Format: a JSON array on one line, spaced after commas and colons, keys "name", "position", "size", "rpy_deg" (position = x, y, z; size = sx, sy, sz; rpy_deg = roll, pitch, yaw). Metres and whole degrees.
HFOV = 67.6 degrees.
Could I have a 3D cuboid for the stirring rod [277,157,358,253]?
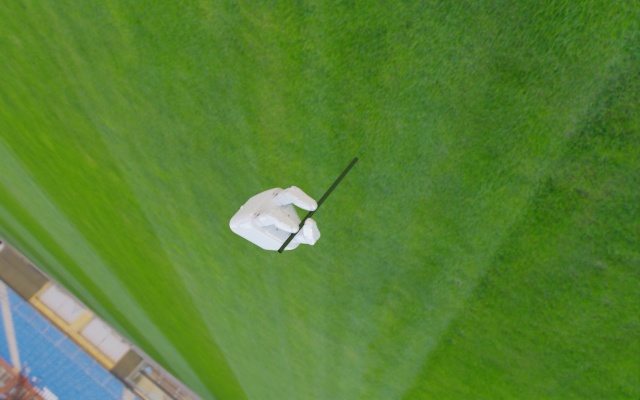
[{"name": "stirring rod", "position": [0.000, 0.003, 0.843], "size": [0.011, 0.011, 0.239], "rpy_deg": [0, 43, 50]}]
